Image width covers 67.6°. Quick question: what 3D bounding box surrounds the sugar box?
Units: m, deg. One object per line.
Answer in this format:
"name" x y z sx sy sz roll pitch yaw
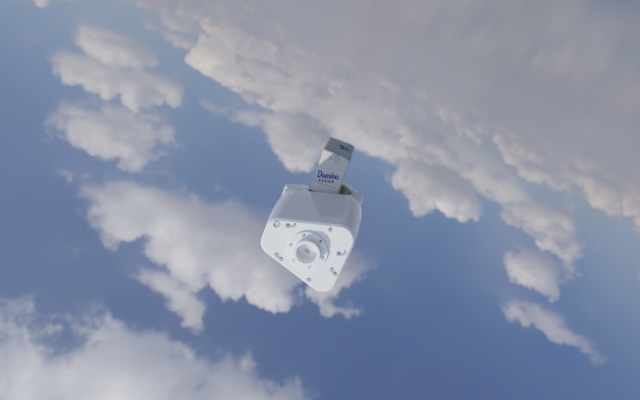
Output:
"sugar box" 0.001 0.003 0.701 0.048 0.176 0.093 22 19 0
